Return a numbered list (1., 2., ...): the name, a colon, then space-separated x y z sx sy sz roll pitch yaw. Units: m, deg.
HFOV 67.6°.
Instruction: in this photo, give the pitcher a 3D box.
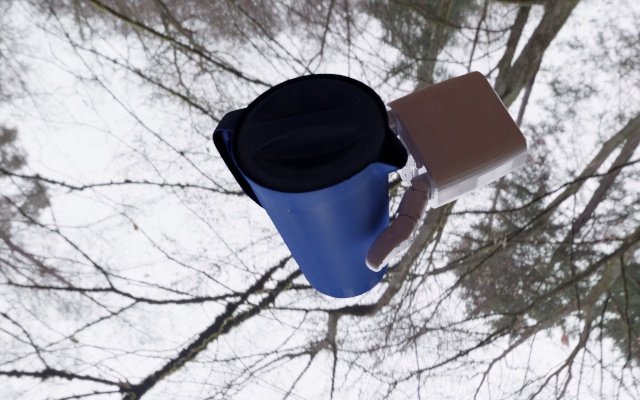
1. pitcher: 0.000 0.002 0.489 0.145 0.149 0.243 -25 -36 -6
